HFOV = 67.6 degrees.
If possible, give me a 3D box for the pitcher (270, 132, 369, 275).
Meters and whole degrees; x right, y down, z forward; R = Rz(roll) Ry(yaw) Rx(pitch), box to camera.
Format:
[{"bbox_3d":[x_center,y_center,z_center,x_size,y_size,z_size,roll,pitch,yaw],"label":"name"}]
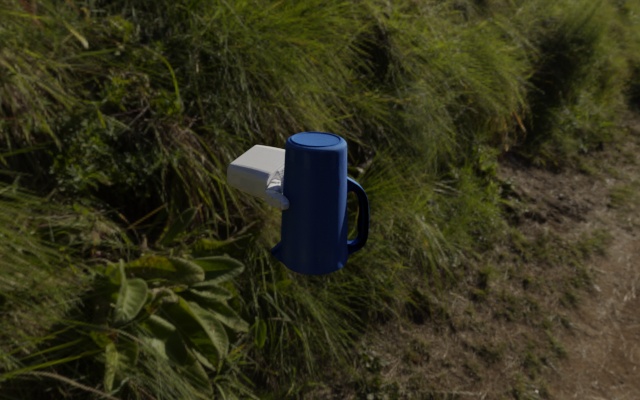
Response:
[{"bbox_3d":[0.000,0.003,0.878,0.145,0.243,0.149,17,28,30],"label":"pitcher"}]
